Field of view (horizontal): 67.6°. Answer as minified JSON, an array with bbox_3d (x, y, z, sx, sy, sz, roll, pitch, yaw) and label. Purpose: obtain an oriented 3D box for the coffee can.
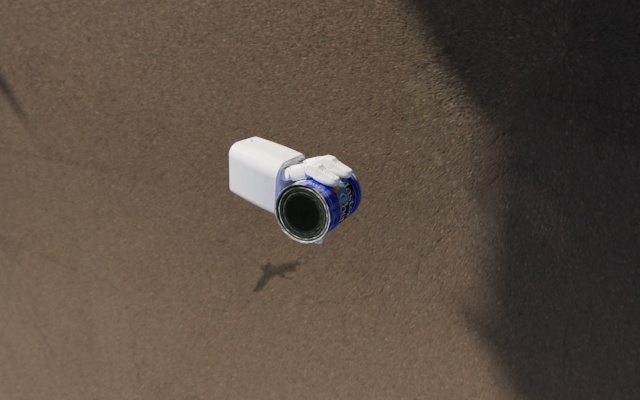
[{"bbox_3d":[0.000,0.003,0.834,0.103,0.103,0.140,0,16,27],"label":"coffee can"}]
